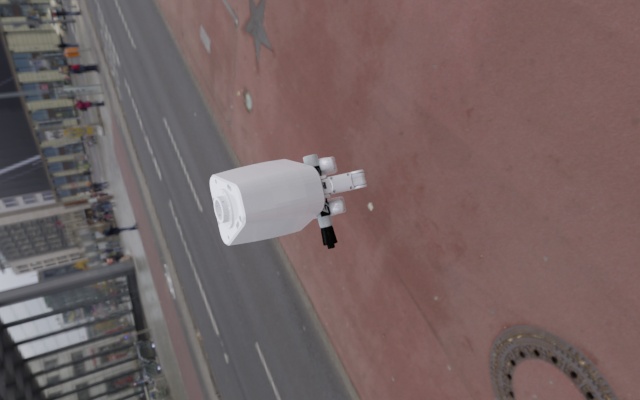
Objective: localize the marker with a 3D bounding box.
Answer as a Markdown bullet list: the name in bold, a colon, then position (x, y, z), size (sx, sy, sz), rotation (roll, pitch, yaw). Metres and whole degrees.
- **marker**: position (0.000, 0.002, 0.607), size (0.020, 0.121, 0.020), rotation (-13, 0, 0)
